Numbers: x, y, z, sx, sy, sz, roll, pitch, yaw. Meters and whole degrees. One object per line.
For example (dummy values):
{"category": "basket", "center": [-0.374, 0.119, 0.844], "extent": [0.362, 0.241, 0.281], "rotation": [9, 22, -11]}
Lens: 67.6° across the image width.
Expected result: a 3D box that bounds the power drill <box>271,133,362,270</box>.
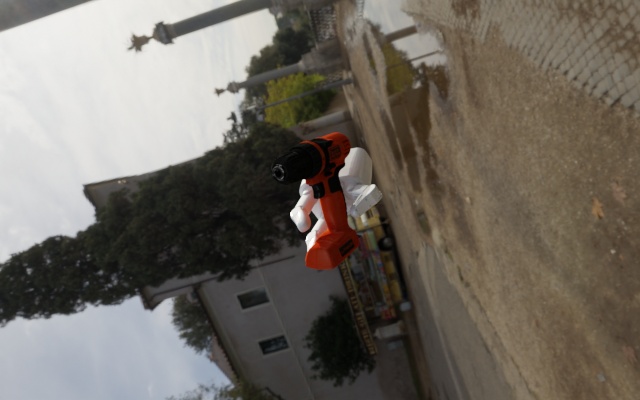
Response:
{"category": "power drill", "center": [0.000, 0.003, 0.705], "extent": [0.057, 0.188, 0.184], "rotation": [2, 19, 31]}
